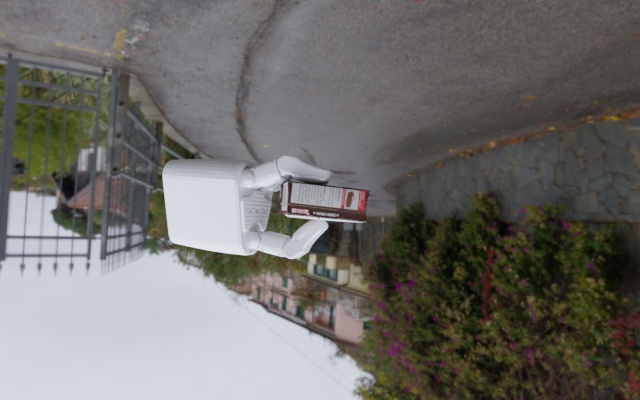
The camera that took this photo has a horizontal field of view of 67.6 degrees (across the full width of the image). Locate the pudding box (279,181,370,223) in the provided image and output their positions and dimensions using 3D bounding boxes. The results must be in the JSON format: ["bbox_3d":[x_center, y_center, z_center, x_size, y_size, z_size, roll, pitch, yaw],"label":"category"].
[{"bbox_3d":[0.000,0.002,0.551,0.090,0.039,0.113,5,1,-8],"label":"pudding box"}]
